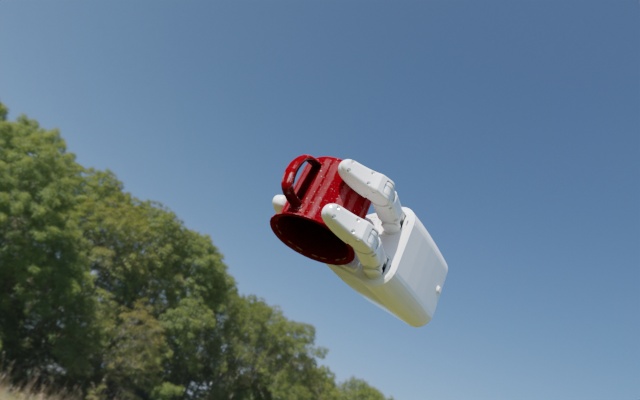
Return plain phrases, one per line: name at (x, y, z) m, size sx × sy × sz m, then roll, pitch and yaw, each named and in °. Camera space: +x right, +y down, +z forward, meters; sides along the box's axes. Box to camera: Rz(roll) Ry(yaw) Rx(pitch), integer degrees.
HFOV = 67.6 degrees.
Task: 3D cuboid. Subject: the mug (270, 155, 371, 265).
mug at (-0.001, 0.001, 0.491) m, size 0.093 × 0.081 × 0.117 m, roll -1°, pitch -38°, yaw 40°
